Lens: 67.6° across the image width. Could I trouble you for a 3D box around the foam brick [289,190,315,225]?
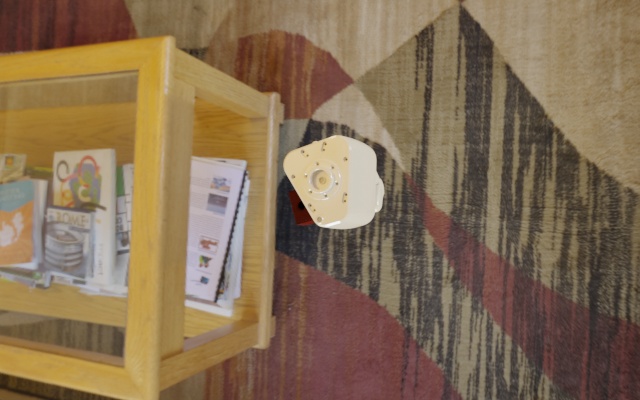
[{"bbox_3d":[0.000,0.003,0.716,0.078,0.053,0.051,-17,-8,20],"label":"foam brick"}]
